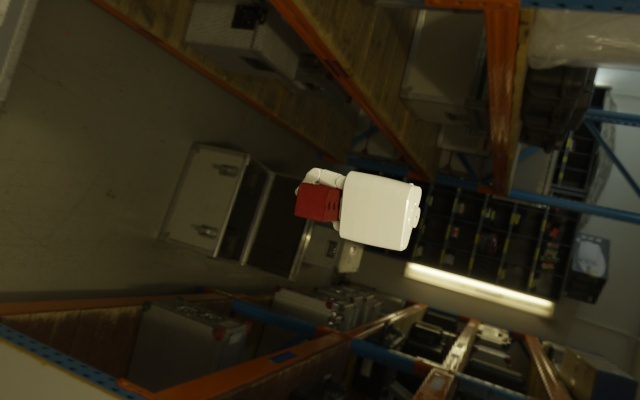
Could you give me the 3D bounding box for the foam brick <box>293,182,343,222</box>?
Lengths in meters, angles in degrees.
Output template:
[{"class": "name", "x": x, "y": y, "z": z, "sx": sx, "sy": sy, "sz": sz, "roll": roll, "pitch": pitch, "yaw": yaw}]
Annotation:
[{"class": "foam brick", "x": 0.000, "y": 0.003, "z": 0.750, "sx": 0.051, "sy": 0.053, "sz": 0.078, "roll": 14, "pitch": 5, "yaw": 22}]
